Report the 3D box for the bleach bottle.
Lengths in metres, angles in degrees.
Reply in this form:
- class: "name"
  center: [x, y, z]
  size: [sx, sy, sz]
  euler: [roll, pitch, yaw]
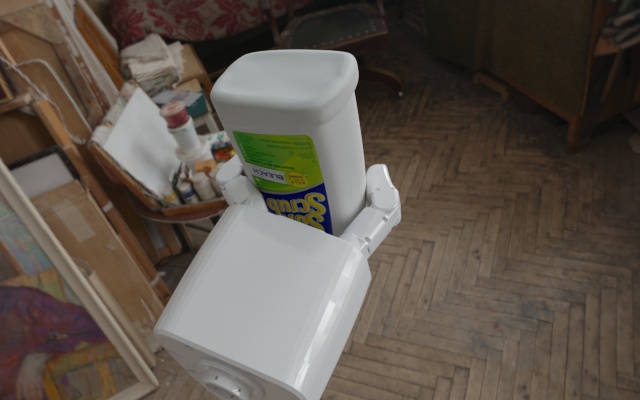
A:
- class: "bleach bottle"
  center: [0.000, 0.001, 0.402]
  size: [0.102, 0.068, 0.251]
  euler: [10, -39, 26]
